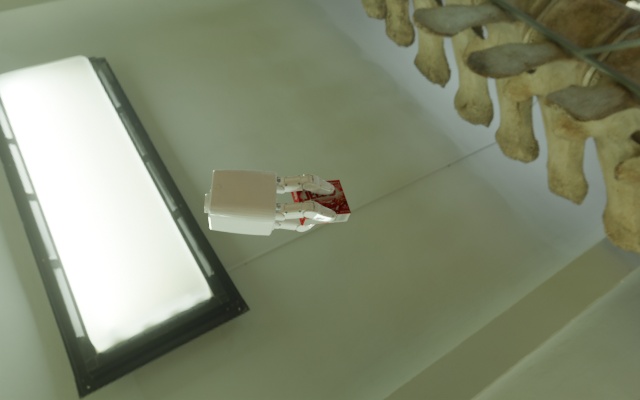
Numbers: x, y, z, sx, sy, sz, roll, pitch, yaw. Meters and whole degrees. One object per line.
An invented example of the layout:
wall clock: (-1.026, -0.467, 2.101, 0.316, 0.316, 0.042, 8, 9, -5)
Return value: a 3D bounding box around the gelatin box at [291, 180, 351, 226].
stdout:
gelatin box: (0.000, 0.003, 0.831, 0.089, 0.073, 0.030, -5, -33, -21)
